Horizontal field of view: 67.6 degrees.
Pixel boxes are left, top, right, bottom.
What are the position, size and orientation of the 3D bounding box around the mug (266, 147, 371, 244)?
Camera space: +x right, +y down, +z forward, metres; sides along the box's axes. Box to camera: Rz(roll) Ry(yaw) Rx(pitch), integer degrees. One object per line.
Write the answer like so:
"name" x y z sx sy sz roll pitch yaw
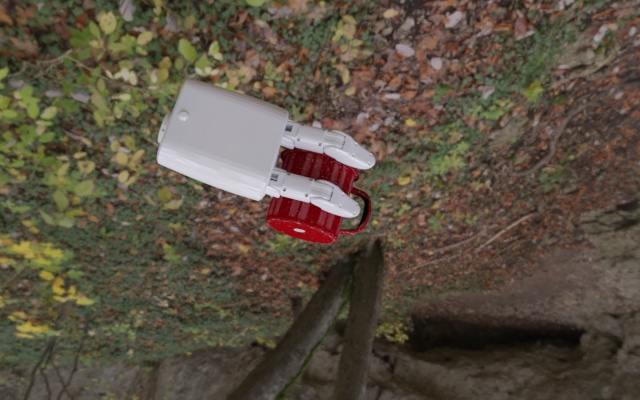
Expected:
"mug" 0.001 0.002 0.532 0.117 0.081 0.093 19 -16 -10
